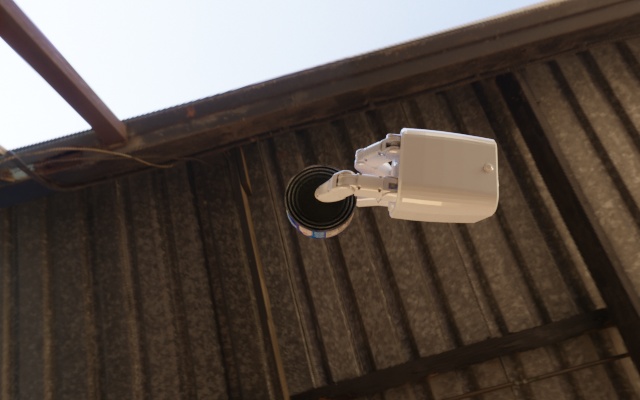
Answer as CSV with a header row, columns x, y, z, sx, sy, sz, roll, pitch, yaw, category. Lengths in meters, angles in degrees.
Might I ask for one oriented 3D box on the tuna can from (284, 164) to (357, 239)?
x,y,z,sx,sy,sz,roll,pitch,yaw,category
0.000,0.002,0.576,0.086,0.086,0.034,0,-22,-1,tuna can
